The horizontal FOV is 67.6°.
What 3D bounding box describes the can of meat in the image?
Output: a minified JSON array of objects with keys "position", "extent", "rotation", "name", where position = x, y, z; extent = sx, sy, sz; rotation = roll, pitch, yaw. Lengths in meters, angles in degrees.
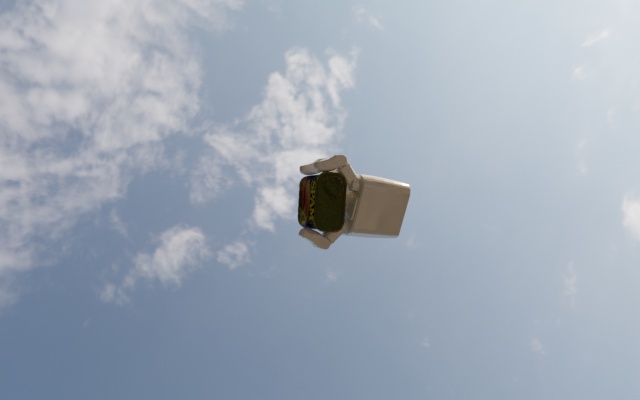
[{"position":[0.000,0.003,0.838],"extent":[0.057,0.102,0.084],"rotation":[4,-2,-25],"name":"can of meat"}]
